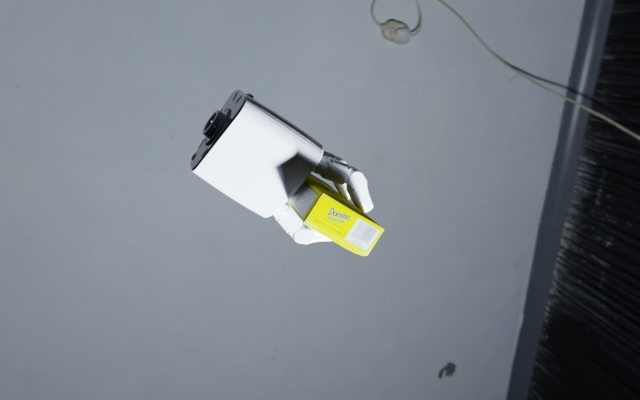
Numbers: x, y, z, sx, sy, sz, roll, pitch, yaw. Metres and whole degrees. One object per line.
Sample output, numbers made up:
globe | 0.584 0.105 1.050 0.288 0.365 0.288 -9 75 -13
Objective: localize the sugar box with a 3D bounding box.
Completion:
sugar box | 0.000 0.001 0.597 0.093 0.048 0.176 31 8 -26
